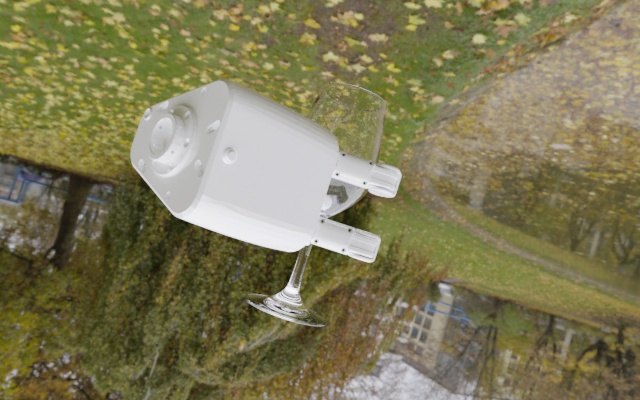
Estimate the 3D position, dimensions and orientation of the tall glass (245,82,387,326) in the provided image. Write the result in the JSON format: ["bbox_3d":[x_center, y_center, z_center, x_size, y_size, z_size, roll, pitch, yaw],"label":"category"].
[{"bbox_3d":[0.000,0.002,0.422,0.079,0.201,0.079,18,-3,1],"label":"tall glass"}]
